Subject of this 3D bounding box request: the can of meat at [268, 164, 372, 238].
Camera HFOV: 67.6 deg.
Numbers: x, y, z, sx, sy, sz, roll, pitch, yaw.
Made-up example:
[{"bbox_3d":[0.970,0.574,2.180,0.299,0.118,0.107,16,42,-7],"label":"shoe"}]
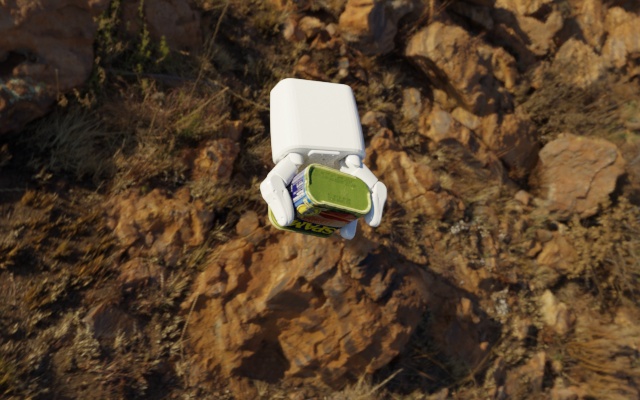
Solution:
[{"bbox_3d":[0.000,0.002,0.593,0.102,0.057,0.084,14,-30,-33],"label":"can of meat"}]
